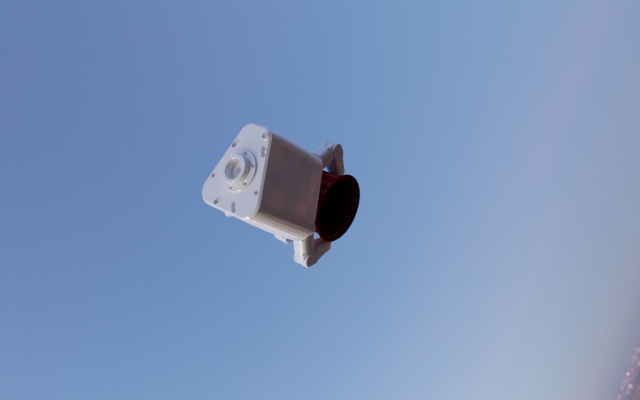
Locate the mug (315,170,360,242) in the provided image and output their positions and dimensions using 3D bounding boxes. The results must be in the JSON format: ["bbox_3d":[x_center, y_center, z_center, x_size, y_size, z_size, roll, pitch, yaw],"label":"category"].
[{"bbox_3d":[0.001,0.002,0.656,0.081,0.093,0.117,21,-4,34],"label":"mug"}]
